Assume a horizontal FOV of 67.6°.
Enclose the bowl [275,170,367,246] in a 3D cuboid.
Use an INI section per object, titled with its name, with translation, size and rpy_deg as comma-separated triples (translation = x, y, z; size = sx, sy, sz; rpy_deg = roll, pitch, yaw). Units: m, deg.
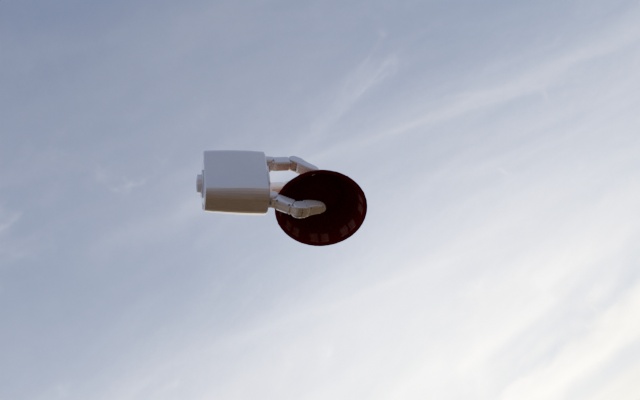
[bowl]
translation = 0.001, 0.003, 0.848
size = 0.162, 0.162, 0.055
rpy_deg = 0, 34, -3
